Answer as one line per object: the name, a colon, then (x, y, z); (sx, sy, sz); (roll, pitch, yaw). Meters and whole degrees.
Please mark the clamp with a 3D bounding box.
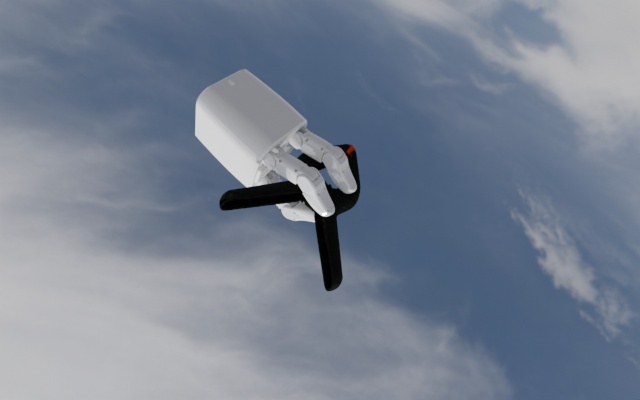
clamp: (0.000, 0.002, 0.591); (0.210, 0.164, 0.036); (-44, -3, -42)
